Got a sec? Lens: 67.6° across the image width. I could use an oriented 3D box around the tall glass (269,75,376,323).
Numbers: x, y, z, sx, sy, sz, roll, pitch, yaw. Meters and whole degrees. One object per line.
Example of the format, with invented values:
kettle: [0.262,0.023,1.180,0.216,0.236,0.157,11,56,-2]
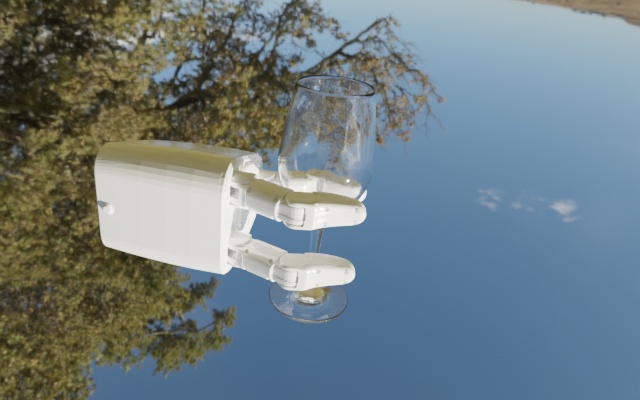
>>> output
tall glass: [0.000,0.002,0.403,0.079,0.201,0.079,6,26,-3]
